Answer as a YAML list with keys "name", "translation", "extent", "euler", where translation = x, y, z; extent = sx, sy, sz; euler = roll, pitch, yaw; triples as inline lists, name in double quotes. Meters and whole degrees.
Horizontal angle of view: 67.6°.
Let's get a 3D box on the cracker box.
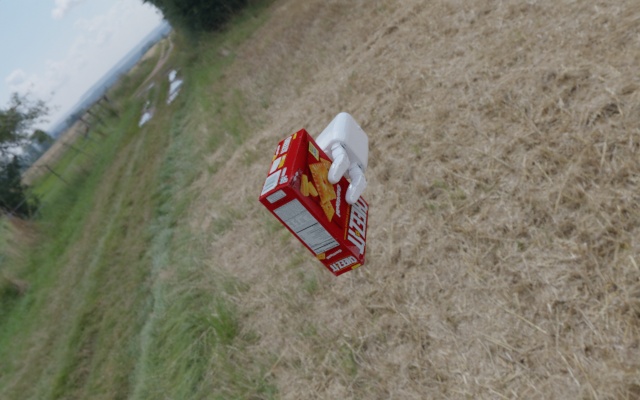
- name: "cracker box"
  translation: [0.000, 0.003, 0.846]
  extent: [0.072, 0.214, 0.164]
  euler: [-27, 31, 29]
